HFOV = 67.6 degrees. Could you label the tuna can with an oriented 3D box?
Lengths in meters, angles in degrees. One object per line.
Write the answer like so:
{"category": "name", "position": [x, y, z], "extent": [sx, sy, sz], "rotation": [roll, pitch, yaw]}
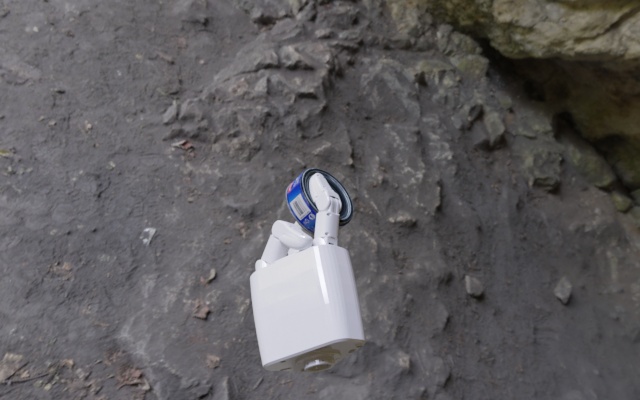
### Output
{"category": "tuna can", "position": [0.000, 0.002, 0.599], "extent": [0.086, 0.086, 0.034], "rotation": [0, -33, -48]}
